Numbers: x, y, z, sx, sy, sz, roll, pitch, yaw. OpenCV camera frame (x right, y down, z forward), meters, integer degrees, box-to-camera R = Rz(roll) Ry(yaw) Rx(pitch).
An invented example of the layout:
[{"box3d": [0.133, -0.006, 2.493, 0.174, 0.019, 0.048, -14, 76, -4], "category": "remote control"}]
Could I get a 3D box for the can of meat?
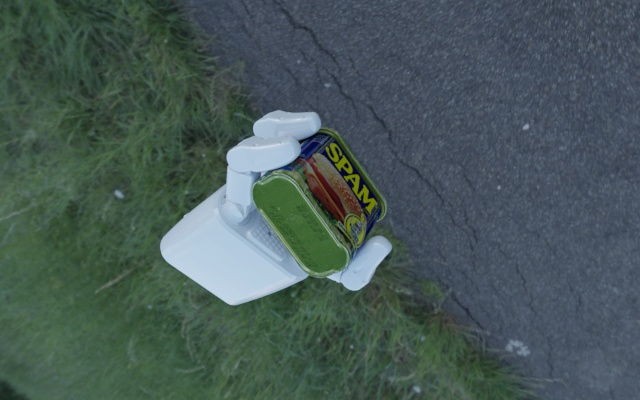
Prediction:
[{"box3d": [0.000, 0.002, 0.402, 0.057, 0.102, 0.084, -27, 14, 38], "category": "can of meat"}]
